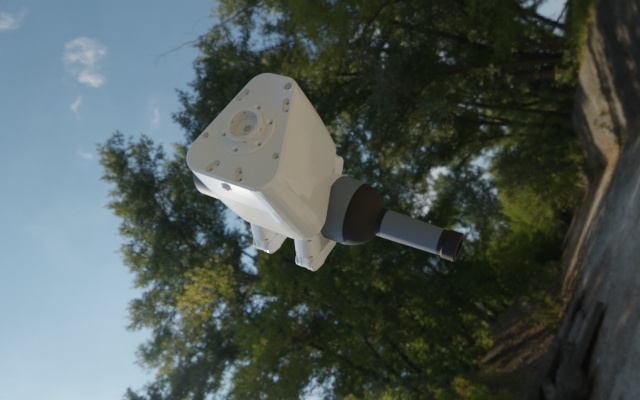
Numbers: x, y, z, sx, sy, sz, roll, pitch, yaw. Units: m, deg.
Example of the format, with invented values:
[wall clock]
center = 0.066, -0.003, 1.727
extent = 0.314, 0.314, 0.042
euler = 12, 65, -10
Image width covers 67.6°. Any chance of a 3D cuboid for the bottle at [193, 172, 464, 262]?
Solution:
[bottle]
center = 0.000, 0.002, 0.498
extent = 0.295, 0.069, 0.069
euler = 18, 8, 25
